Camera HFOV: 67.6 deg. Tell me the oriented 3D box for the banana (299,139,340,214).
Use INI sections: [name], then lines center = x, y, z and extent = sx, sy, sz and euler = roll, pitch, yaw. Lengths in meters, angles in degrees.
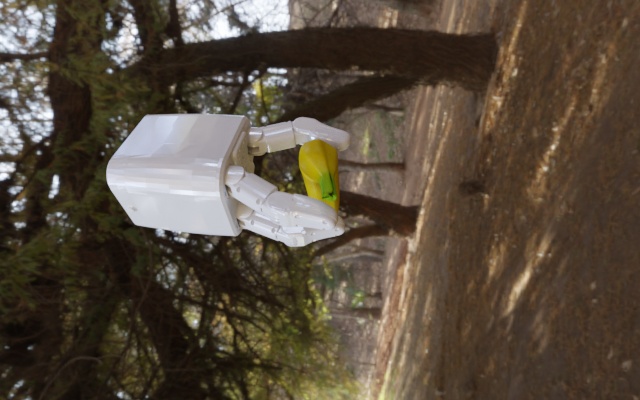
[banana]
center = 0.000, -0.017, 0.476
extent = 0.037, 0.069, 0.198
euler = 0, -10, 3
